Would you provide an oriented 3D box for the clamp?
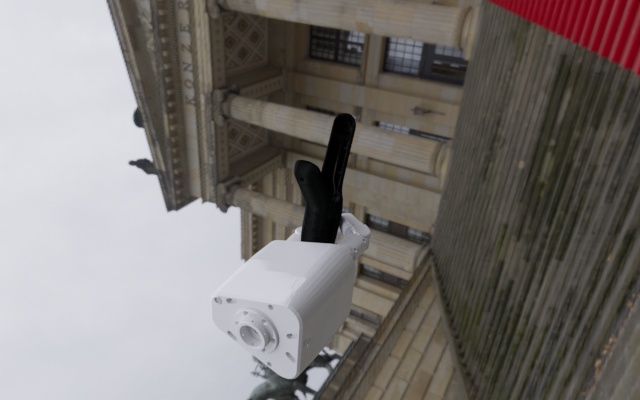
[{"bbox_3d":[0.000,0.002,0.513,0.039,0.171,0.120,18,31,23],"label":"clamp"}]
